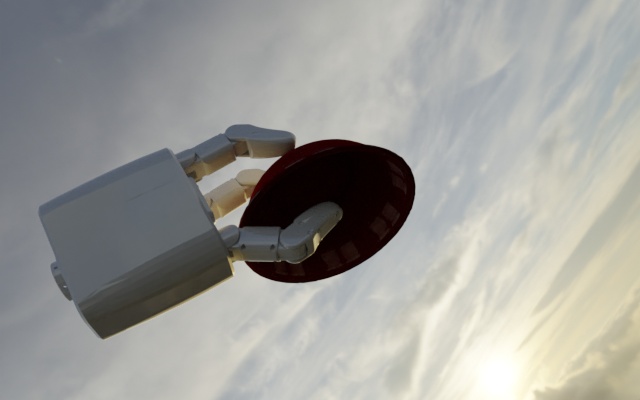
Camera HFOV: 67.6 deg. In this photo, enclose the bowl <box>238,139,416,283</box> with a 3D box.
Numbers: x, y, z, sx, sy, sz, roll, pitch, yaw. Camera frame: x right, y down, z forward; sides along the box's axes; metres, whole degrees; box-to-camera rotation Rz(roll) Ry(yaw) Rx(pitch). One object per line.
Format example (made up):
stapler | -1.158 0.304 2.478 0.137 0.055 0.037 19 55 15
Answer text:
bowl | 0.001 0.001 0.423 0.162 0.162 0.055 0 42 -27
